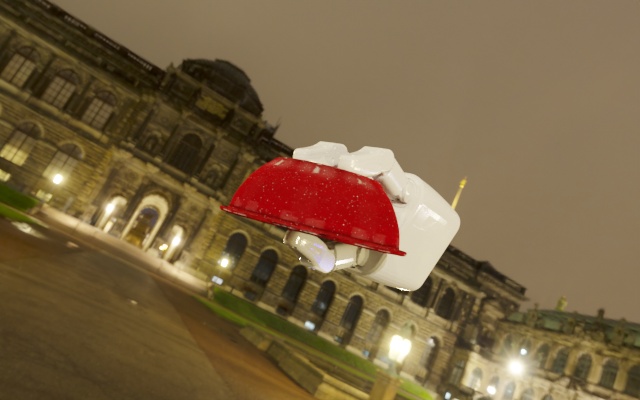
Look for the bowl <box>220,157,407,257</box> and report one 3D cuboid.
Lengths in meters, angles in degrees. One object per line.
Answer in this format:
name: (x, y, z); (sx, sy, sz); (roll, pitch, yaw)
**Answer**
bowl: (0.000, 0.001, 0.406); (0.162, 0.055, 0.162); (14, -2, 0)
